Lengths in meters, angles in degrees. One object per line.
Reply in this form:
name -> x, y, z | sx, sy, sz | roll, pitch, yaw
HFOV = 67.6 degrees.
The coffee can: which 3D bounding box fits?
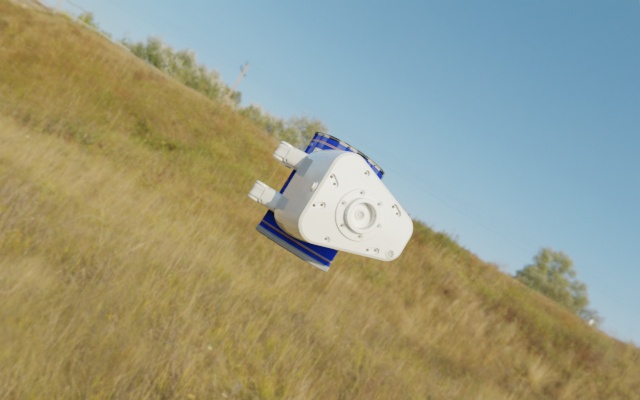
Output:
coffee can -> 0.000, 0.002, 0.591 | 0.103, 0.140, 0.103 | 31, -4, 3
